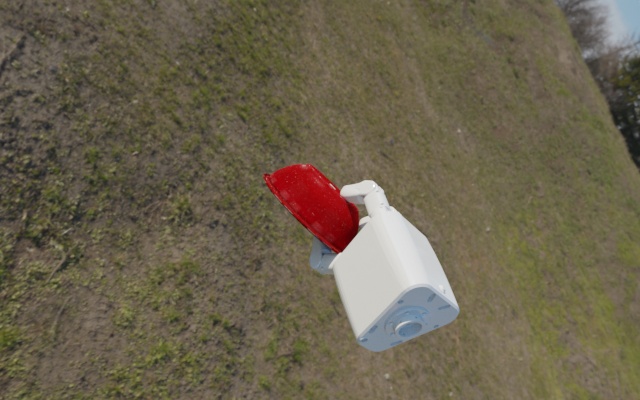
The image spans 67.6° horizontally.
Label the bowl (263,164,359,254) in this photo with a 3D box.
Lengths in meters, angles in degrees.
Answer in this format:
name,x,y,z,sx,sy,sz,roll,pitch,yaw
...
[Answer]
name,x,y,z,sx,sy,sz,roll,pitch,yaw
bowl,0.000,0.001,0.639,0.162,0.055,0.162,43,5,-5
